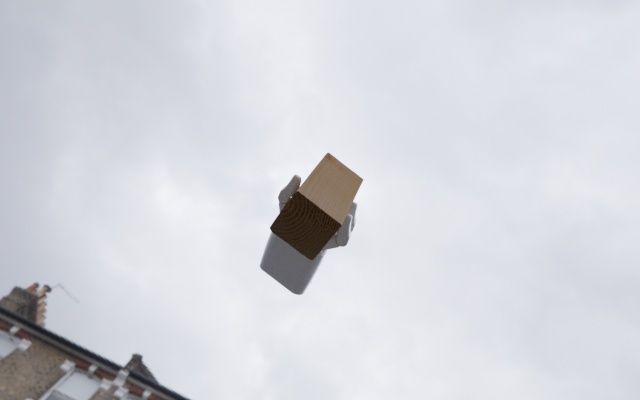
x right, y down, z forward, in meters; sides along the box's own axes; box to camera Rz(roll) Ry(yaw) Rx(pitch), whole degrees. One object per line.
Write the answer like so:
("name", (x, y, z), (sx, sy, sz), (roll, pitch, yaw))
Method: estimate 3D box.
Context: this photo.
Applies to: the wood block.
("wood block", (0.000, 0.003, 0.843), (0.091, 0.090, 0.206), (37, 27, -2))
